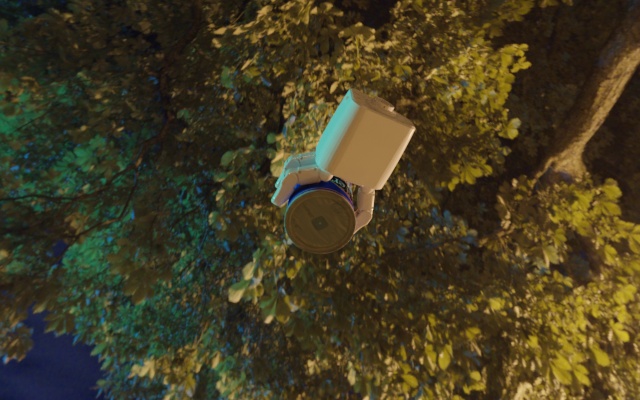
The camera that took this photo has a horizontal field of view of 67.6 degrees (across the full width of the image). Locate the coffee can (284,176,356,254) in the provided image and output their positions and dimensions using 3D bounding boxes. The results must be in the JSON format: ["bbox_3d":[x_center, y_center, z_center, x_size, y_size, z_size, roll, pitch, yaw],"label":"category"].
[{"bbox_3d":[0.000,0.003,0.741,0.103,0.103,0.140,0,26,1],"label":"coffee can"}]
